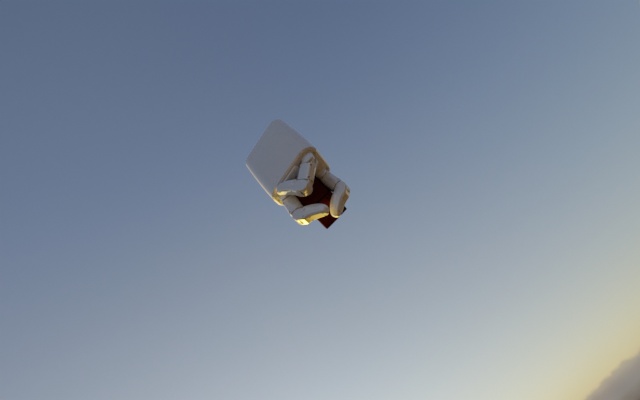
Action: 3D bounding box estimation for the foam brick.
[{"bbox_3d":[0.000,0.003,0.828,0.051,0.053,0.078,45,-1,36],"label":"foam brick"}]
